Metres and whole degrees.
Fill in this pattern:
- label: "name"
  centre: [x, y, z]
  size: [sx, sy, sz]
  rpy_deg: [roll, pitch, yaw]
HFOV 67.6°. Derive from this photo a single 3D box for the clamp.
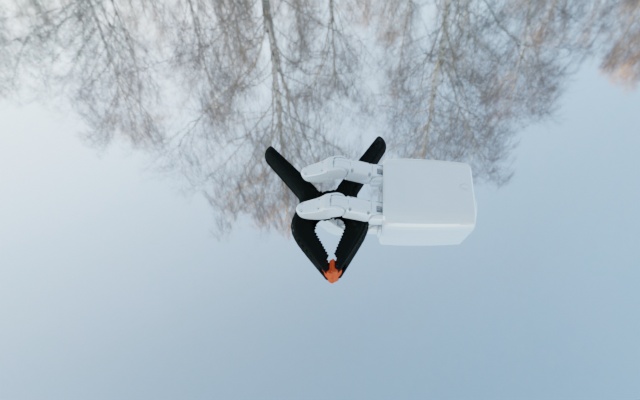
- label: "clamp"
  centre: [0.000, 0.003, 0.603]
  size: [0.164, 0.209, 0.036]
  rpy_deg: [0, -34, 8]
